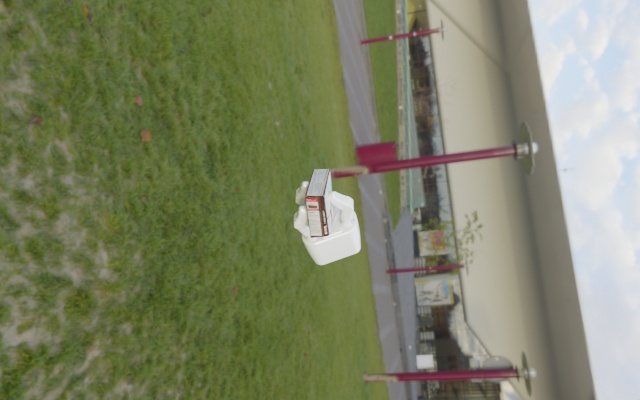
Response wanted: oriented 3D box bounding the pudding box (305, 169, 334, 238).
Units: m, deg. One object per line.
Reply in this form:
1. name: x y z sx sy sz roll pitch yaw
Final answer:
1. pudding box: 0.000 0.003 0.900 0.039 0.090 0.113 -4 29 8
